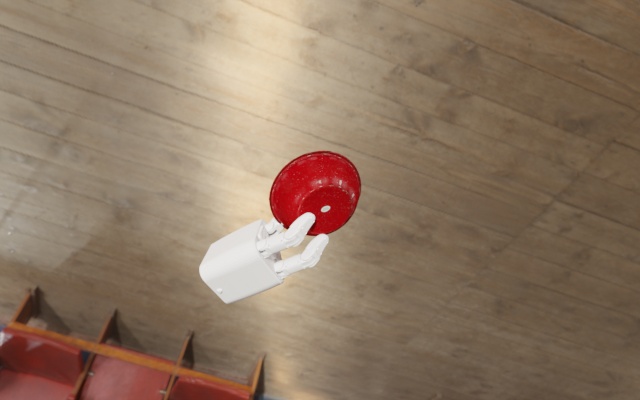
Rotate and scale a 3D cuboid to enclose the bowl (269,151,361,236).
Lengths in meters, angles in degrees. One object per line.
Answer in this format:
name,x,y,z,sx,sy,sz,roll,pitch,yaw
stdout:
bowl,0.001,0.002,0.781,0.162,0.162,0.055,0,30,-20
